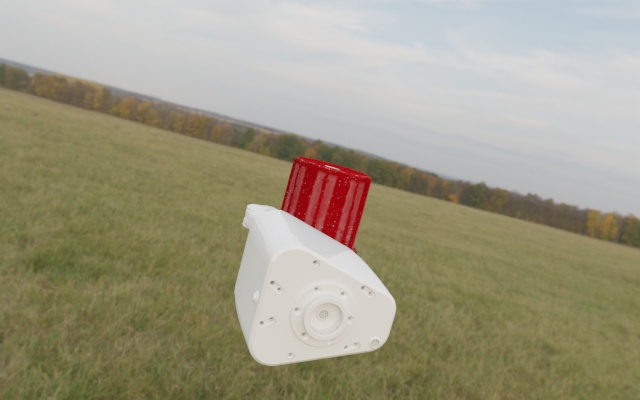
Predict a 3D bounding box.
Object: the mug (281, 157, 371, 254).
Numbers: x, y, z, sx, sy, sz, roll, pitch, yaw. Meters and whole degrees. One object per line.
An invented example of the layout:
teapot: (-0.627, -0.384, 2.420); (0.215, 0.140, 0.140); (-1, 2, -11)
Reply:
mug: (0.000, 0.001, 0.500); (0.093, 0.081, 0.117); (13, 8, -17)
